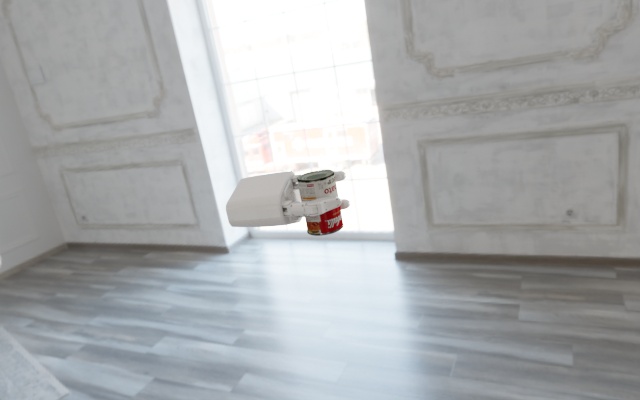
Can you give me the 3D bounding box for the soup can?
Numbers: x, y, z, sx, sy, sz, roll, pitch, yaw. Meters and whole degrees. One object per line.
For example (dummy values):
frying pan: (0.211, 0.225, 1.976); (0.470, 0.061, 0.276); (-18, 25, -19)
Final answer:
soup can: (0.001, 0.002, 0.845); (0.068, 0.102, 0.068); (-10, 17, 3)
